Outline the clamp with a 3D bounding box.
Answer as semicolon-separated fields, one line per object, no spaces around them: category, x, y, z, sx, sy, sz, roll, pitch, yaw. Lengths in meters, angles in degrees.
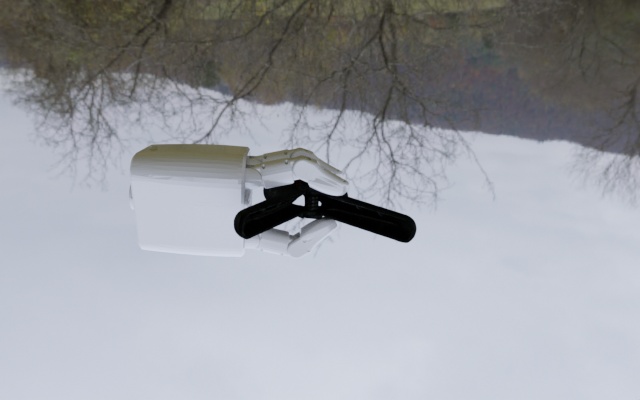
clamp;0.000;0.002;0.505;0.164;0.036;0.210;5;14;-6
